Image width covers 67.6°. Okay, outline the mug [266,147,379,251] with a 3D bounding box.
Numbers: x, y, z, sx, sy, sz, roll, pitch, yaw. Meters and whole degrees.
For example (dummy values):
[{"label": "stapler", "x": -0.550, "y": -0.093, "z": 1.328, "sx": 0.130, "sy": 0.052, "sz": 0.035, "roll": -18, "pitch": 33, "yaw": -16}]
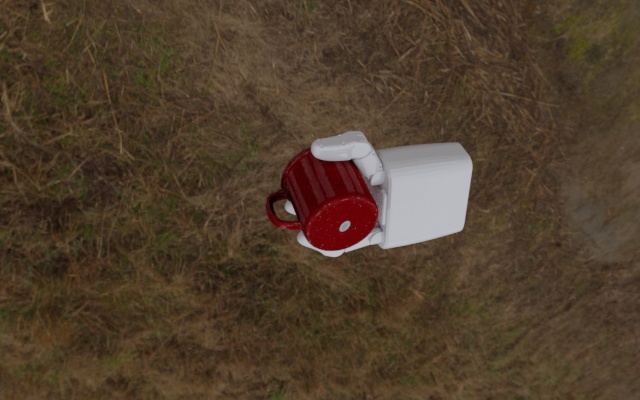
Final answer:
[{"label": "mug", "x": -0.001, "y": 0.002, "z": 0.509, "sx": 0.117, "sy": 0.093, "sz": 0.081, "roll": -11, "pitch": 45, "yaw": -13}]
